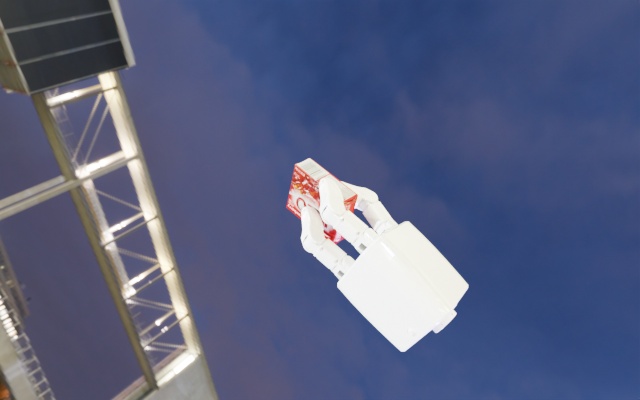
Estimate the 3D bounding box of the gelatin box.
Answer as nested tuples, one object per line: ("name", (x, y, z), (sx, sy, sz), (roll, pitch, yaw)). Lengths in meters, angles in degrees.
("gelatin box", (0.000, 0.002, 0.600), (0.030, 0.073, 0.089), (-27, 55, -39))
